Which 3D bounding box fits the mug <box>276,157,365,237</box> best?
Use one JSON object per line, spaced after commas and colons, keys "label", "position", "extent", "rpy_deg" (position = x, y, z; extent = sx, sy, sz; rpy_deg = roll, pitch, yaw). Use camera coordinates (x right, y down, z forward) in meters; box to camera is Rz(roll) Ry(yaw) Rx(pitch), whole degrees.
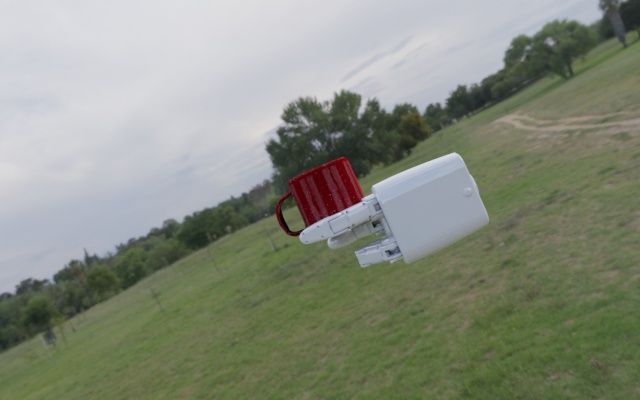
{"label": "mug", "position": [-0.001, 0.002, 0.598], "extent": [0.117, 0.081, 0.093], "rpy_deg": [-24, 2, 3]}
